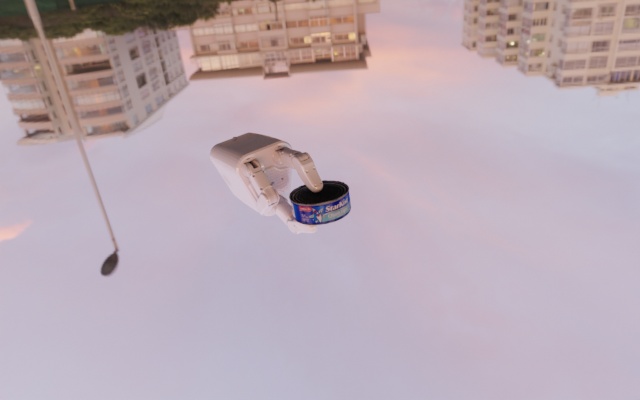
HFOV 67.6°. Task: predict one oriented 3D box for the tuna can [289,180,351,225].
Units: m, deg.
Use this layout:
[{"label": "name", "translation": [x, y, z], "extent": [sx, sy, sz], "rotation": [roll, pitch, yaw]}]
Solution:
[{"label": "tuna can", "translation": [0.000, 0.003, 0.679], "extent": [0.086, 0.034, 0.086], "rotation": [-8, 23, 3]}]
